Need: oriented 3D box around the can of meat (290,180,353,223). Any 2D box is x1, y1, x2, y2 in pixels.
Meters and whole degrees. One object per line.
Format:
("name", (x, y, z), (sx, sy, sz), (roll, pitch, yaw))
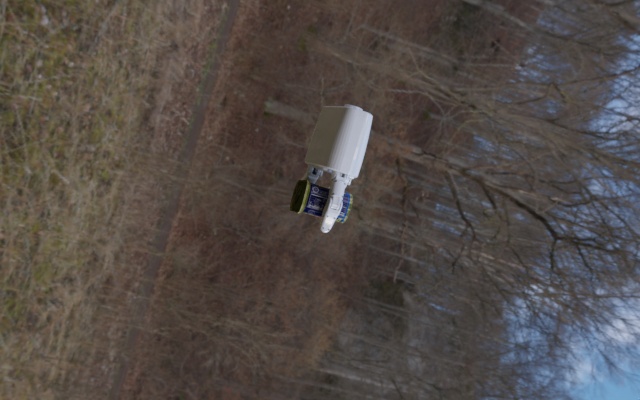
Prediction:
("can of meat", (0.000, 0.003, 0.829), (0.084, 0.057, 0.102), (15, -2, -14))
